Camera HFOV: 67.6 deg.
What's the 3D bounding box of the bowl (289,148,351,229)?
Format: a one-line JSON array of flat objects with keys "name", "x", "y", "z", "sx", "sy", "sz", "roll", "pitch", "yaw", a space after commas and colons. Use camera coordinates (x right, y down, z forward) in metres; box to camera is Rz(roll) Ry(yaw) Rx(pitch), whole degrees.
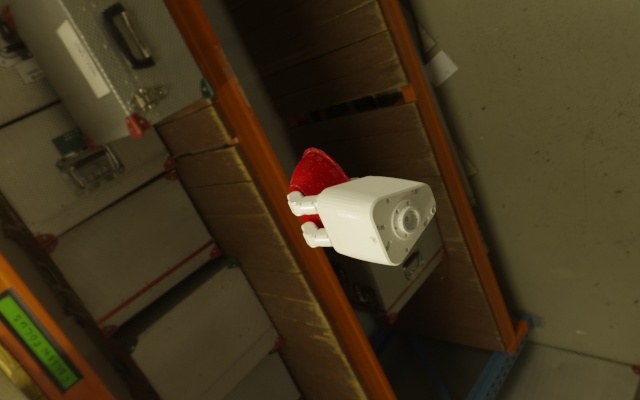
[{"name": "bowl", "x": -0.001, "y": 0.003, "z": 0.735, "sx": 0.055, "sy": 0.162, "sz": 0.162, "roll": -32, "pitch": 12, "yaw": -19}]
